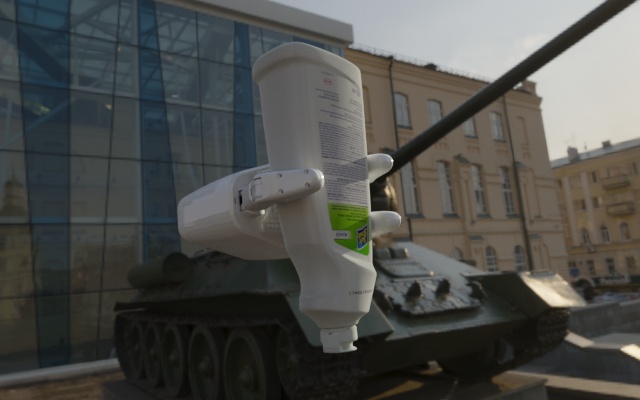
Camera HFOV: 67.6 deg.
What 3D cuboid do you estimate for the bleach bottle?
[{"bbox_3d":[0.000,0.001,0.412,0.068,0.250,0.102,-13,-13,43],"label":"bleach bottle"}]
